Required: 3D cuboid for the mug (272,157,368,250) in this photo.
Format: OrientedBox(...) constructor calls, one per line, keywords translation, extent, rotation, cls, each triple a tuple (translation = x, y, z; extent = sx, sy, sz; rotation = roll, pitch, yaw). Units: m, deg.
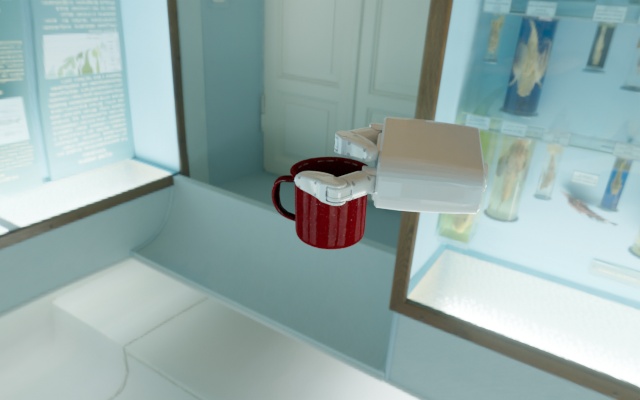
OrientedBox(translation=(-0.001, 0.002, 0.549), extent=(0.117, 0.081, 0.093), rotation=(6, 25, 10), cls="mug")
